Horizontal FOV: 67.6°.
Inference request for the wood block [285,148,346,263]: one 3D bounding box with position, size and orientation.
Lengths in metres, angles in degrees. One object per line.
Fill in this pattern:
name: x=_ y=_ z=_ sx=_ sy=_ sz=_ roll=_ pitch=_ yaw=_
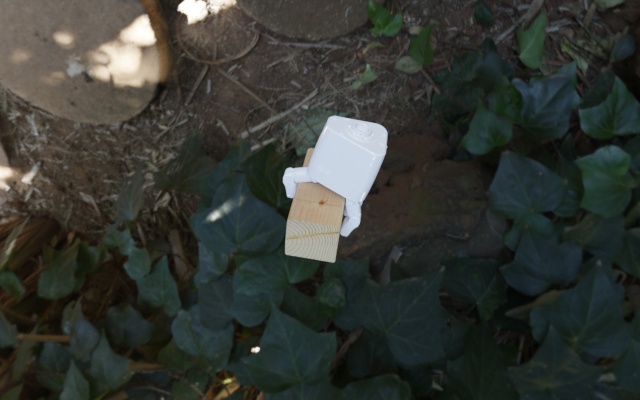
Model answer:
wood block: x=0.000 y=0.003 z=0.882 sx=0.091 sy=0.090 sz=0.206 roll=10 pitch=41 yaw=3
